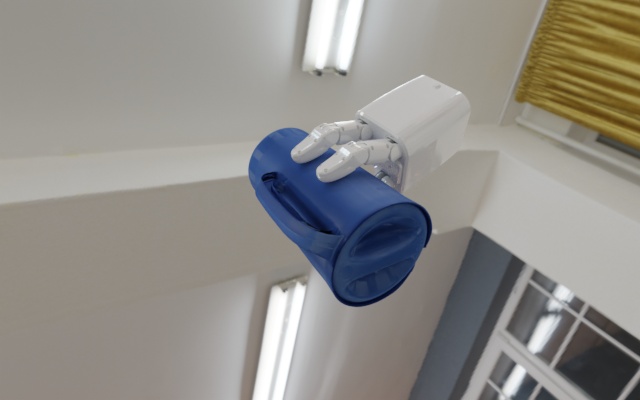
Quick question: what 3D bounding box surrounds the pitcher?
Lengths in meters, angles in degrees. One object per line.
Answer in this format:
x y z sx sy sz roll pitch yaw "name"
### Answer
0.000 0.002 0.575 0.145 0.149 0.242 -33 44 -15 "pitcher"
